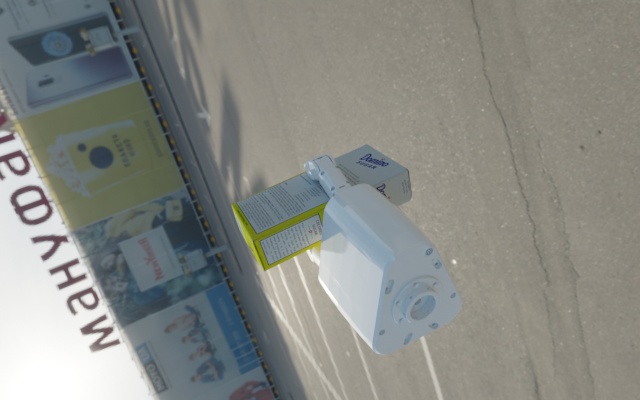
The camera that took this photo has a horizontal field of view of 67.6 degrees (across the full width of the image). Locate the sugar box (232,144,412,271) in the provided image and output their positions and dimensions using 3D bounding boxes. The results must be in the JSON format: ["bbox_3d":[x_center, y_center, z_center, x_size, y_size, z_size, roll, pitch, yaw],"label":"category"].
[{"bbox_3d":[0.000,0.002,0.514,0.176,0.048,0.093,-22,31,-14],"label":"sugar box"}]
